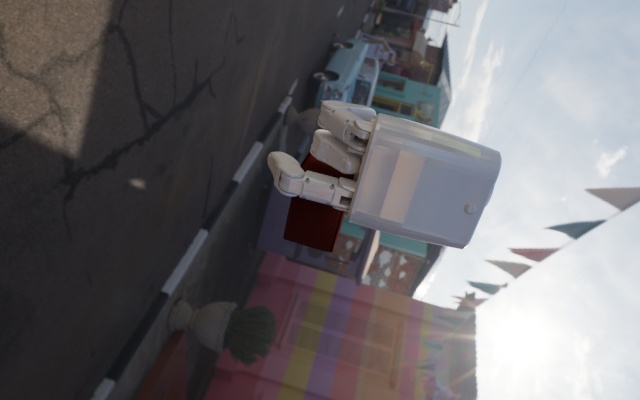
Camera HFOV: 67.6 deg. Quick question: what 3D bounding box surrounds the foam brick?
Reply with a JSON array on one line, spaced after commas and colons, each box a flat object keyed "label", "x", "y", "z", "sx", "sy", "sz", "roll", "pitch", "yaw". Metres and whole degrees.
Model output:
[{"label": "foam brick", "x": 0.000, "y": 0.002, "z": 0.465, "sx": 0.051, "sy": 0.078, "sz": 0.053, "roll": 16, "pitch": 27, "yaw": 4}]
